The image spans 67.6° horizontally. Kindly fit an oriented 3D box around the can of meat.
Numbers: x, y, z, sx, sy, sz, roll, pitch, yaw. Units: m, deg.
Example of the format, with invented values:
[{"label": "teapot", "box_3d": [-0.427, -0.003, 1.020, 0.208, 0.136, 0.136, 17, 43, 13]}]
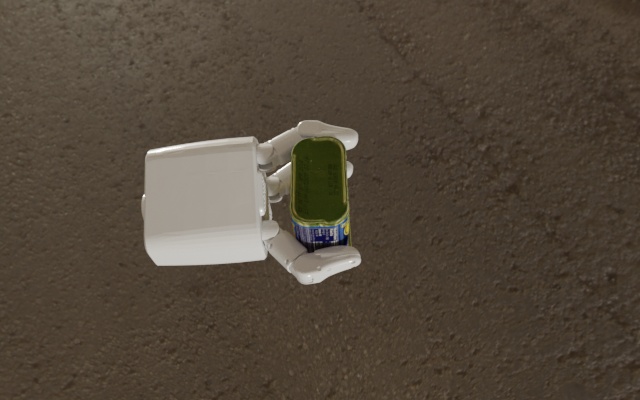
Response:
[{"label": "can of meat", "box_3d": [0.000, 0.001, 0.458, 0.057, 0.102, 0.084, -3, -33, 2]}]
